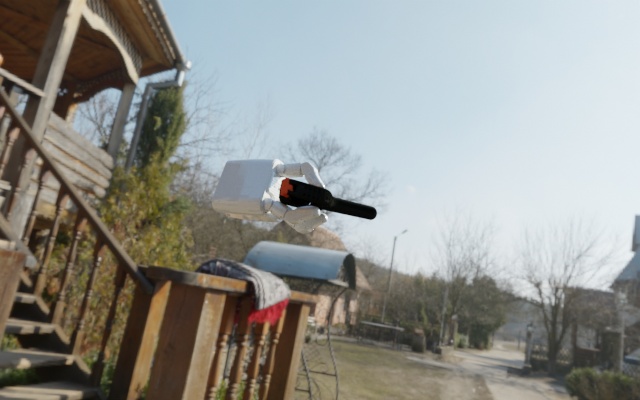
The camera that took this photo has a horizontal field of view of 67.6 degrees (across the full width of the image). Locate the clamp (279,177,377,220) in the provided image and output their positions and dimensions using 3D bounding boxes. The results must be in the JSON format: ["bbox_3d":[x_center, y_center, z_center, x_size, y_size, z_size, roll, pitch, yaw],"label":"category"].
[{"bbox_3d":[0.000,0.002,0.838,0.164,0.036,0.210,1,-14,22],"label":"clamp"}]
